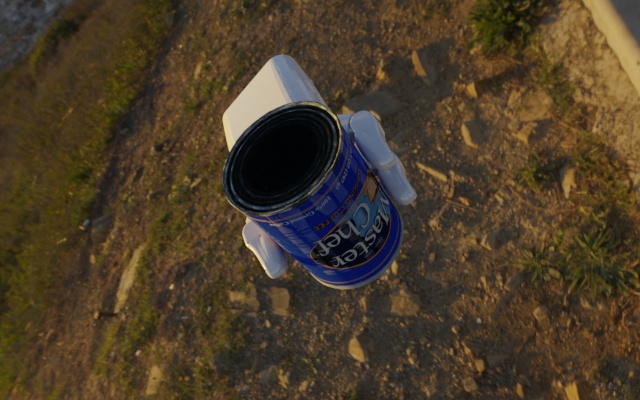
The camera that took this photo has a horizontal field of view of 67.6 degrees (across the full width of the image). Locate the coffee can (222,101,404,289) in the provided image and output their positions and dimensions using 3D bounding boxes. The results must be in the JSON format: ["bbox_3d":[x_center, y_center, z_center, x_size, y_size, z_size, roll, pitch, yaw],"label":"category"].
[{"bbox_3d":[0.000,0.002,0.403,0.103,0.102,0.140,0,-30,30],"label":"coffee can"}]
